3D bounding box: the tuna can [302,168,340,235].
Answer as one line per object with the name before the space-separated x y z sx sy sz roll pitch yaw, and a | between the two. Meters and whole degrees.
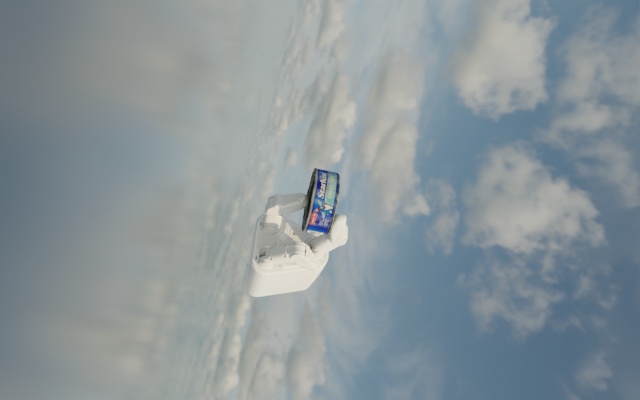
tuna can | 0.001 0.002 0.629 0.034 0.086 0.086 11 -1 -6
